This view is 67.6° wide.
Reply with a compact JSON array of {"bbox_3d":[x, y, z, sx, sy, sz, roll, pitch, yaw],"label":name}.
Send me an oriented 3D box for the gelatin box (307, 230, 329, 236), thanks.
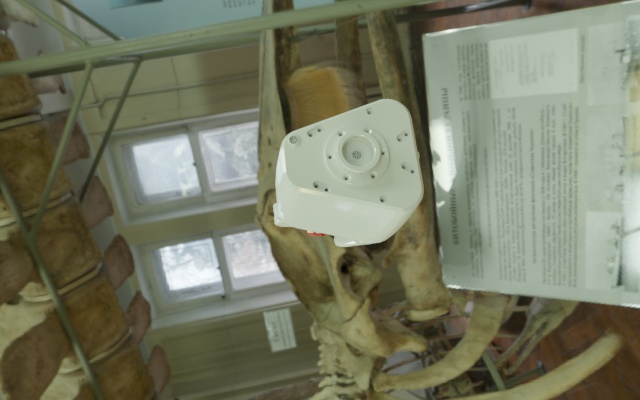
[{"bbox_3d":[0.000,0.002,0.540,0.030,0.073,0.089,-9,-2,-11],"label":"gelatin box"}]
